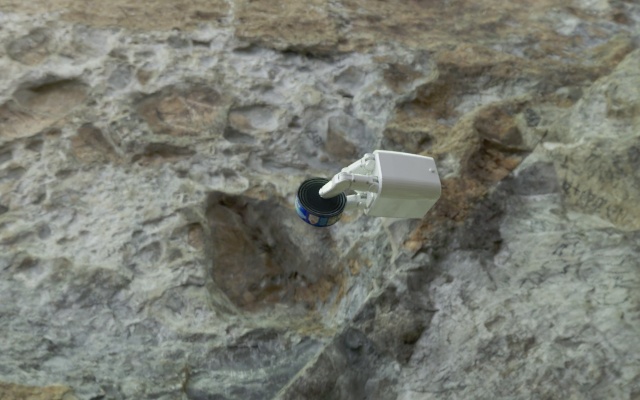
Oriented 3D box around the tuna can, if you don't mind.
[{"bbox_3d":[0.000,0.003,0.811,0.086,0.086,0.034,0,-39,-15],"label":"tuna can"}]
